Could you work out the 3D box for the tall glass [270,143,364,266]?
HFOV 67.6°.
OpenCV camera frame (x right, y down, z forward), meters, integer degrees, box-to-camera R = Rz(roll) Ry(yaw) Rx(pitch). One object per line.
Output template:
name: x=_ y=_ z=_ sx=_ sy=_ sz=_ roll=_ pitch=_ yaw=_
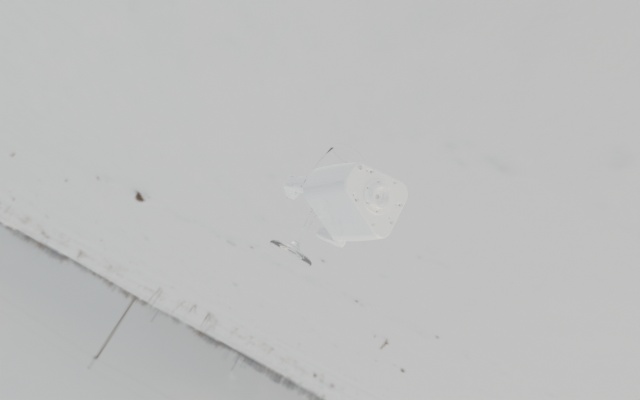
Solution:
tall glass: x=0.000 y=0.003 z=0.779 sx=0.079 sy=0.201 sz=0.079 roll=26 pitch=-21 yaw=11
